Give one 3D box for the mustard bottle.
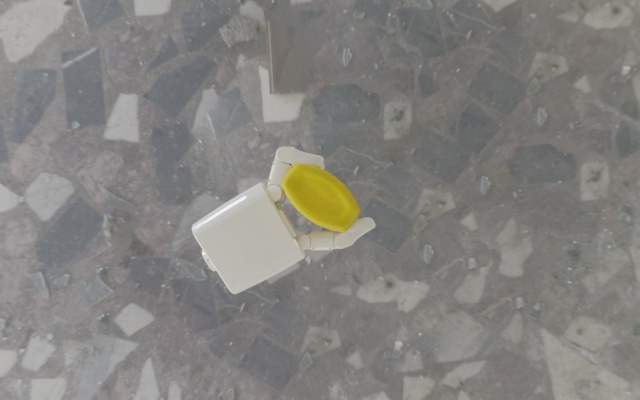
[{"bbox_3d":[0.000,0.002,0.634,0.096,0.058,0.191,35,-3,2],"label":"mustard bottle"}]
